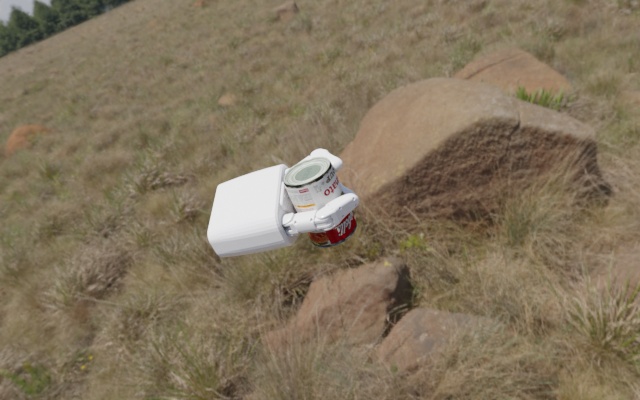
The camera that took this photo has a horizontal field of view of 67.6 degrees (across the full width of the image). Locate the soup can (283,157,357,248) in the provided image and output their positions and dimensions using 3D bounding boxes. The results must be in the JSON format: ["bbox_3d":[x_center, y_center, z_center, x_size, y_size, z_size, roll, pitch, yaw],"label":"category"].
[{"bbox_3d":[0.000,0.002,0.630,0.068,0.102,0.068,-18,30,11],"label":"soup can"}]
